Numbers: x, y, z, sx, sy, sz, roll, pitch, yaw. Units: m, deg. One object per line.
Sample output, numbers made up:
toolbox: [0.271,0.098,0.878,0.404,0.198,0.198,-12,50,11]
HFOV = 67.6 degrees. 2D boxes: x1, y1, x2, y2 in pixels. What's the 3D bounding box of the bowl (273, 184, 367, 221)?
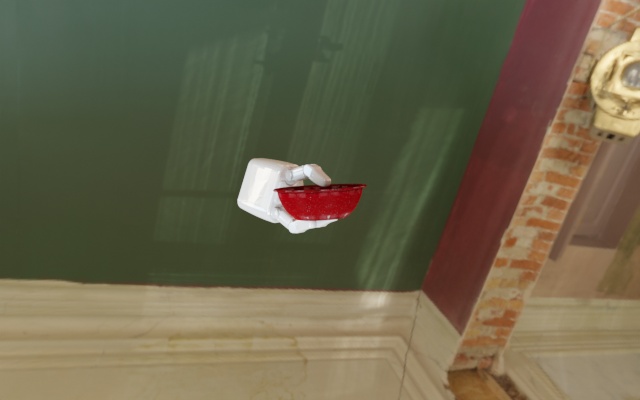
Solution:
bowl: [0.001,0.003,0.822,0.162,0.055,0.162,-3,4,0]
